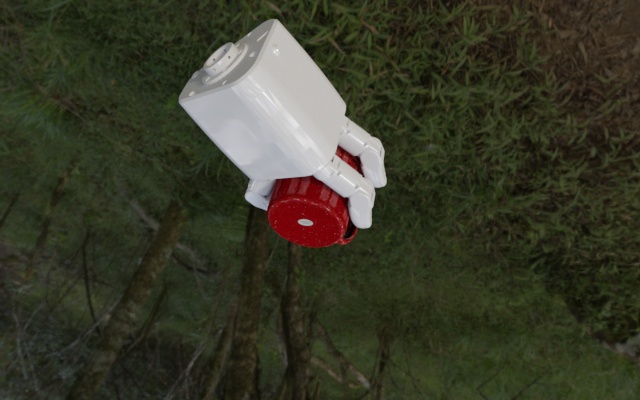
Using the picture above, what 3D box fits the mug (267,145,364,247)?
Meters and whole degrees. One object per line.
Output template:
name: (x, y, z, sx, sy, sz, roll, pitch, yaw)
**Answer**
mug: (0.001, 0.003, 0.501, 0.093, 0.081, 0.117, -17, -49, 35)
